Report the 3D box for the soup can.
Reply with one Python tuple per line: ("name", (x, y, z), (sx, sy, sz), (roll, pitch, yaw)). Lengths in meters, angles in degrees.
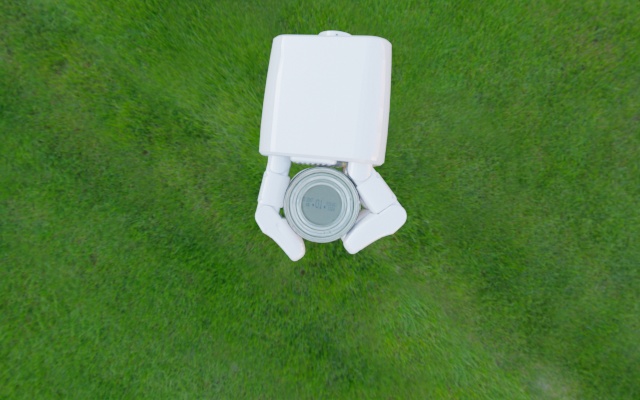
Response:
("soup can", (0.000, 0.002, 0.455), (0.068, 0.068, 0.102), (0, 3, -2))
